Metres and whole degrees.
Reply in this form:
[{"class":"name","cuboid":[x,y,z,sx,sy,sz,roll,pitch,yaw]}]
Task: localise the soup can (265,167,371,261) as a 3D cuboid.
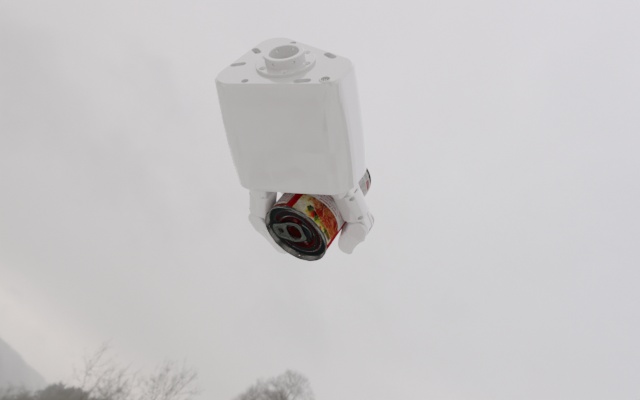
[{"class":"soup can","cuboid":[0.000,0.002,0.482,0.068,0.068,0.102,0,38,38]}]
